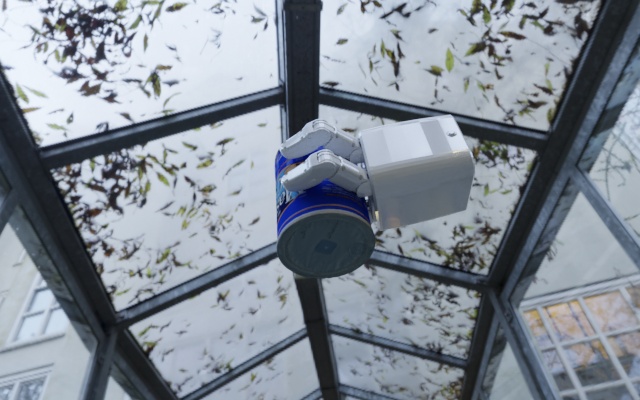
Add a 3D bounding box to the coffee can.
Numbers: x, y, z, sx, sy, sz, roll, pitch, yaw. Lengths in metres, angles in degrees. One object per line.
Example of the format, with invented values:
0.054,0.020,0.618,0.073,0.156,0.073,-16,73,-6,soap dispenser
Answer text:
0.000,0.002,0.541,0.103,0.103,0.140,0,44,-7,coffee can
